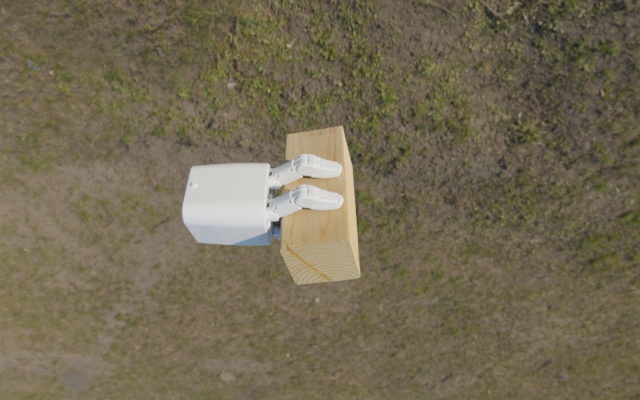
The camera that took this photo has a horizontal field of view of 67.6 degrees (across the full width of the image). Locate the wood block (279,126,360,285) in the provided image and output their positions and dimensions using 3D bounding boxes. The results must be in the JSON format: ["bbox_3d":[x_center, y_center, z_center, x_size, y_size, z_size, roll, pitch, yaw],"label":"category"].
[{"bbox_3d":[0.000,0.003,0.669,0.090,0.206,0.091,-8,-41,9],"label":"wood block"}]
